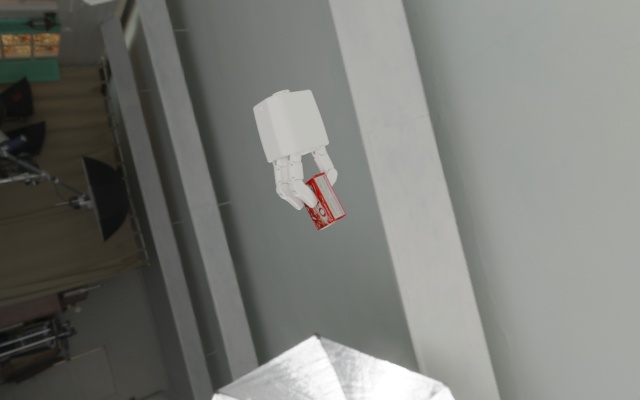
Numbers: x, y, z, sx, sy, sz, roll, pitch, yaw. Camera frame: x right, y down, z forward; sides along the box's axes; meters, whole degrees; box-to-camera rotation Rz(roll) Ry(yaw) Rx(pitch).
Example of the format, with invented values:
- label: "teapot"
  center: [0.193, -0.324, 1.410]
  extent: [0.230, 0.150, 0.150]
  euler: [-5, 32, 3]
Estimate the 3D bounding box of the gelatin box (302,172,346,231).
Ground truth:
- label: "gelatin box"
  center: [0.001, 0.003, 0.866]
  extent: [0.030, 0.089, 0.073]
  euler: [-25, -5, -31]
